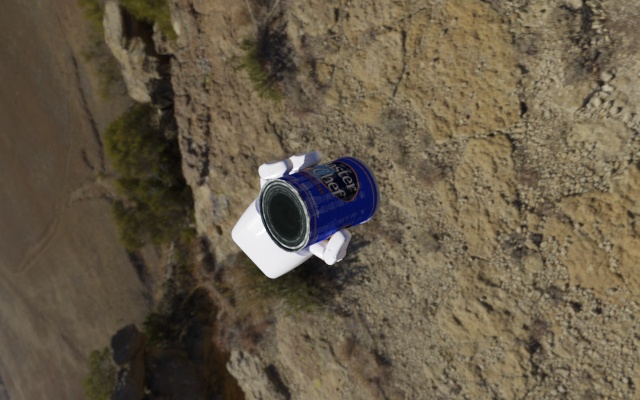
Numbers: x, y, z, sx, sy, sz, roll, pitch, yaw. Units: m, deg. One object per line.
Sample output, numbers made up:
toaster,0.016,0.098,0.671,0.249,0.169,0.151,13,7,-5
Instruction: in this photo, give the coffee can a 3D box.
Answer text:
coffee can,0.000,0.002,0.667,0.140,0.103,0.103,-21,14,-41
